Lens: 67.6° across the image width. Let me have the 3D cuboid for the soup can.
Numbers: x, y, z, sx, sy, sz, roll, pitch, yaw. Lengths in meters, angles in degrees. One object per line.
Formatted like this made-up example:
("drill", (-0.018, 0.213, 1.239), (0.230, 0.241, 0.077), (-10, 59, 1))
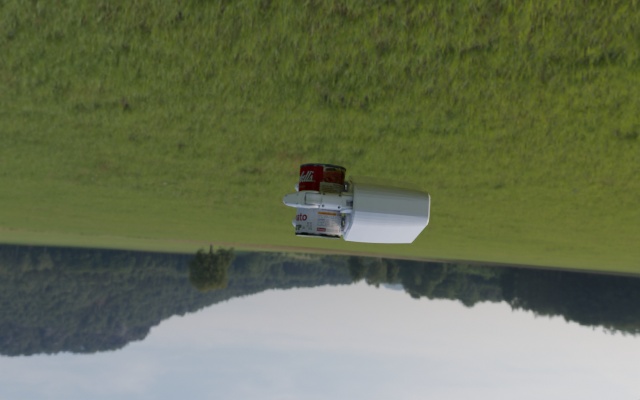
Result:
("soup can", (0.000, 0.003, 0.692), (0.068, 0.102, 0.068), (4, -6, 0))
